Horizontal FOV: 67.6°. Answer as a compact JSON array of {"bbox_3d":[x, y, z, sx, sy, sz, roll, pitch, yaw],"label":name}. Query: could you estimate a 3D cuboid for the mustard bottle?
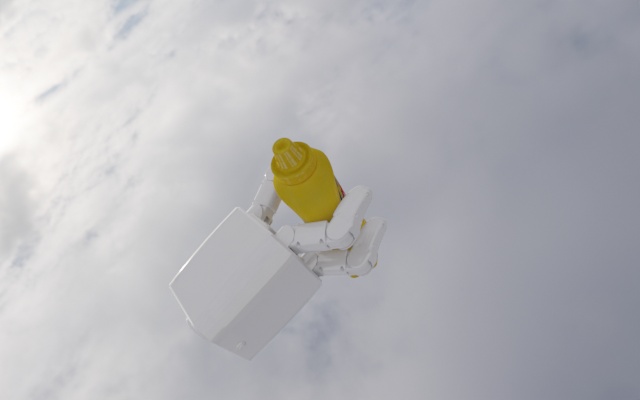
[{"bbox_3d":[0.000,0.001,0.483,0.058,0.096,0.192,-29,-38,6],"label":"mustard bottle"}]
